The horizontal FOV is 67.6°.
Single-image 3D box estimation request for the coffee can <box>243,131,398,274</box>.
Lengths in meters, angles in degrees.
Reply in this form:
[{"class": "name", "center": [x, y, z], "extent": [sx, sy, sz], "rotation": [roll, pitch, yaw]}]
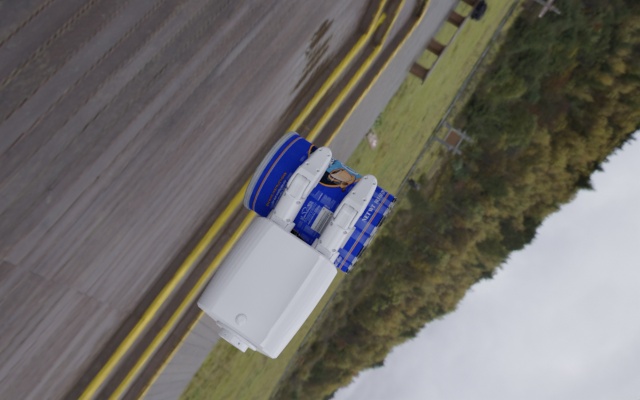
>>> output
[{"class": "coffee can", "center": [0.000, 0.002, 0.538], "extent": [0.140, 0.103, 0.103], "rotation": [33, 4, 6]}]
